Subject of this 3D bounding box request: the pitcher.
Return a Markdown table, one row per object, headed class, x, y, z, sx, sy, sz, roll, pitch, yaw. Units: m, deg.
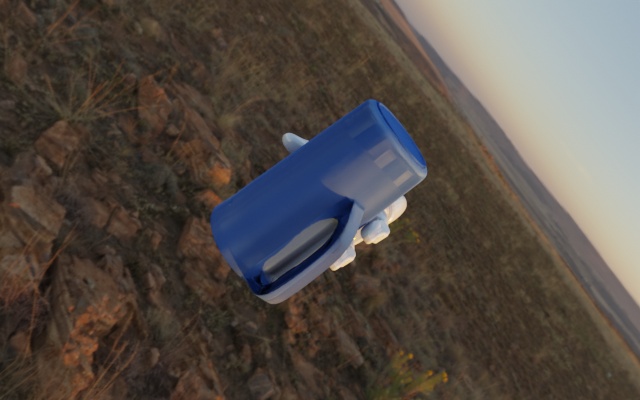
| class | x | y | z | sx | sy | sz | roll | pitch | yaw |
| --- | --- | --- | --- | --- | --- | --- | --- | --- | --- |
| pitcher | 0.000 | 0.002 | 0.557 | 0.243 | 0.149 | 0.145 | -36 | -11 | 20 |
